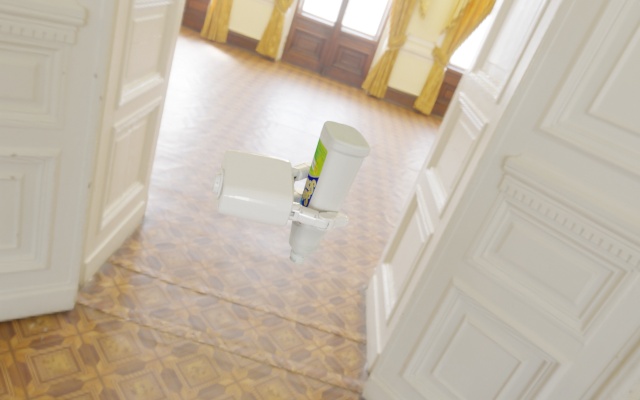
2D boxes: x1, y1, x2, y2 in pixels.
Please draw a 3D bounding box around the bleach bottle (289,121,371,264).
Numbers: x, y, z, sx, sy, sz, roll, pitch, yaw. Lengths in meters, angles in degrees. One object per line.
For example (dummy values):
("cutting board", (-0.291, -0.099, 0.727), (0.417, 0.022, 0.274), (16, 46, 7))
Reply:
("bleach bottle", (0.000, 0.002, 0.784), (0.068, 0.251, 0.102), (12, 27, -18))
